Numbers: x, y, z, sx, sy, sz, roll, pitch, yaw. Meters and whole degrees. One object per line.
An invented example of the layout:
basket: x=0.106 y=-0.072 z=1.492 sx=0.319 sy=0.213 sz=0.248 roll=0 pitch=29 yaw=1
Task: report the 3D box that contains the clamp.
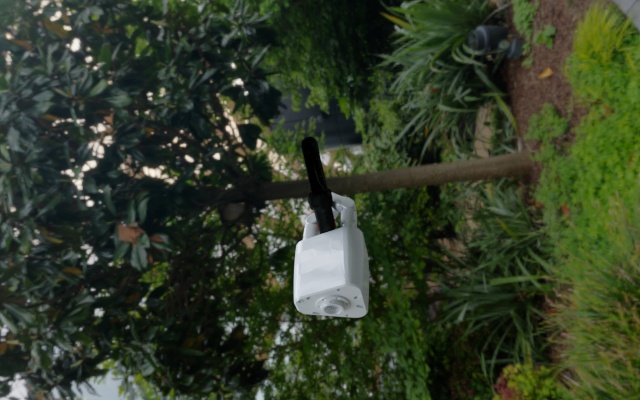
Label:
clamp: x=0.000 y=0.002 z=0.720 sx=0.039 sy=0.120 sz=0.172 roll=-8 pitch=-45 yaw=10
